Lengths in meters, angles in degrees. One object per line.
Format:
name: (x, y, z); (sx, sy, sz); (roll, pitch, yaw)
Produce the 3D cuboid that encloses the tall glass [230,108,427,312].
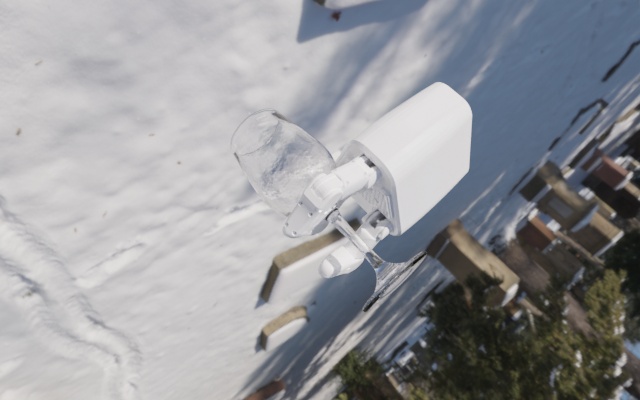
tall glass: (0.000, 0.002, 0.439); (0.201, 0.079, 0.079); (46, 19, 19)
